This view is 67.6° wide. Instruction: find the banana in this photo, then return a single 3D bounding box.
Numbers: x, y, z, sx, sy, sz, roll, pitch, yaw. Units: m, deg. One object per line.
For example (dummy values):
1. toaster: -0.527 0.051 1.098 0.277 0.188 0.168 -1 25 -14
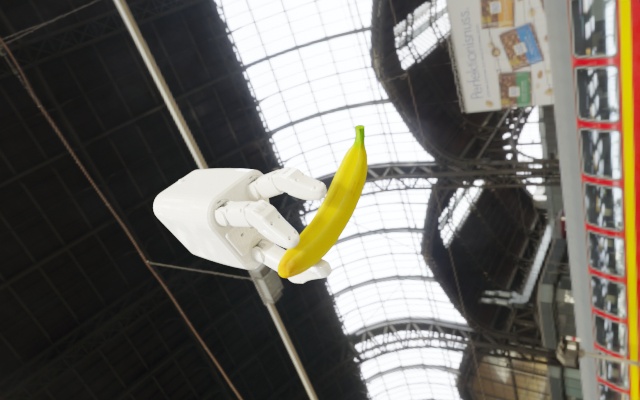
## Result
1. banana: 0.009 0.009 0.538 0.037 0.197 0.070 9 -29 35
